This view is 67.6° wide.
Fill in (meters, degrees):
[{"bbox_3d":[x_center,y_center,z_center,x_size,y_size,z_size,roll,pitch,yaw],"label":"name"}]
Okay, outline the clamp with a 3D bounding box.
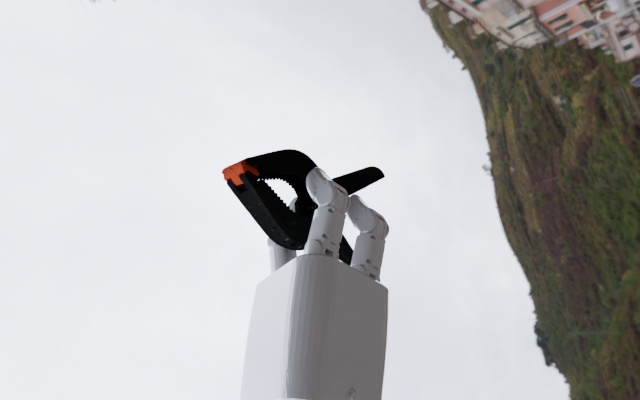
[{"bbox_3d":[-0.001,0.002,0.461,0.036,0.164,0.210,-19,-40,39],"label":"clamp"}]
